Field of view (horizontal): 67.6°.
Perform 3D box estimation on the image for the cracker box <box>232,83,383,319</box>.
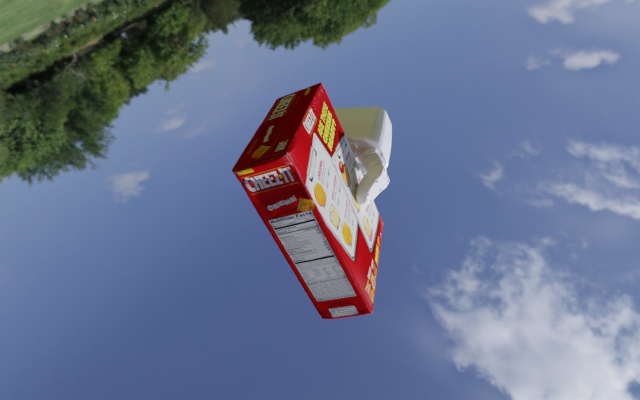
[{"bbox_3d":[0.000,0.002,0.542,0.072,0.214,0.164,-15,31,22],"label":"cracker box"}]
